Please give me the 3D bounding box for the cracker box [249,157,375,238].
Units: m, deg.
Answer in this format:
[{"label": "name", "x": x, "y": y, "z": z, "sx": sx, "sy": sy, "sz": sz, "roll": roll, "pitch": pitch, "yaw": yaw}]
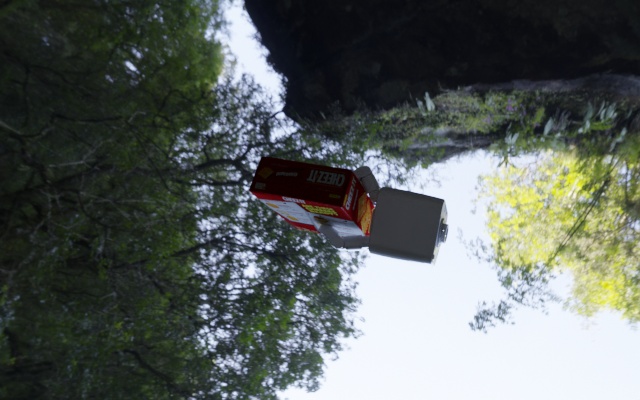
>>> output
[{"label": "cracker box", "x": 0.000, "y": 0.003, "z": 0.833, "sx": 0.164, "sy": 0.072, "sz": 0.214, "roll": 10, "pitch": -17, "yaw": 22}]
